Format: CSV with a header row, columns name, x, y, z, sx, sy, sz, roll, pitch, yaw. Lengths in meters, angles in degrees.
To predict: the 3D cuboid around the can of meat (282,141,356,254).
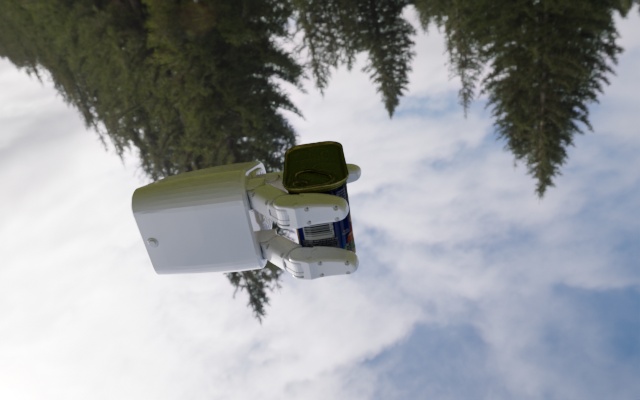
name,x,y,z,sx,sy,sz,roll,pitch,yaw
can of meat,0.000,0.002,0.453,0.057,0.084,0.102,-8,28,1
